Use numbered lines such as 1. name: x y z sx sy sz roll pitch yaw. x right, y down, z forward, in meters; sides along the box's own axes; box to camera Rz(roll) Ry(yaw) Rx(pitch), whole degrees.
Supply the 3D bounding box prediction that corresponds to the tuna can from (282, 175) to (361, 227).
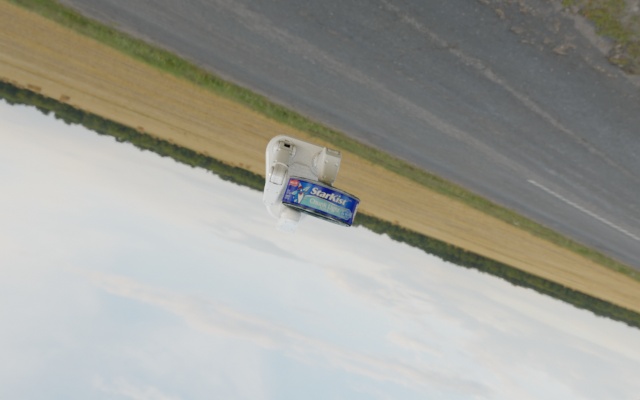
1. tuna can: 0.000 0.002 0.545 0.086 0.033 0.086 19 -5 2
